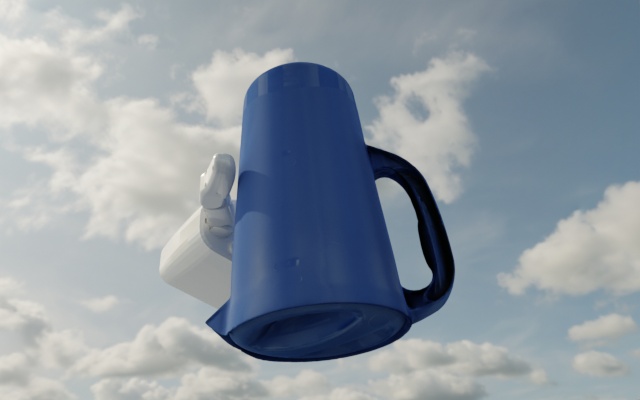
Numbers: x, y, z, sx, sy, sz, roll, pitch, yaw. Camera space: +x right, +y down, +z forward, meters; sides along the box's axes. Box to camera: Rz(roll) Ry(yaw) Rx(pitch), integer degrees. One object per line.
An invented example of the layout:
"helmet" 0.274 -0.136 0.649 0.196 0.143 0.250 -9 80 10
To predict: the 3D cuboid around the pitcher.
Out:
"pitcher" 0.000 0.001 0.403 0.149 0.242 0.145 18 -39 -33
